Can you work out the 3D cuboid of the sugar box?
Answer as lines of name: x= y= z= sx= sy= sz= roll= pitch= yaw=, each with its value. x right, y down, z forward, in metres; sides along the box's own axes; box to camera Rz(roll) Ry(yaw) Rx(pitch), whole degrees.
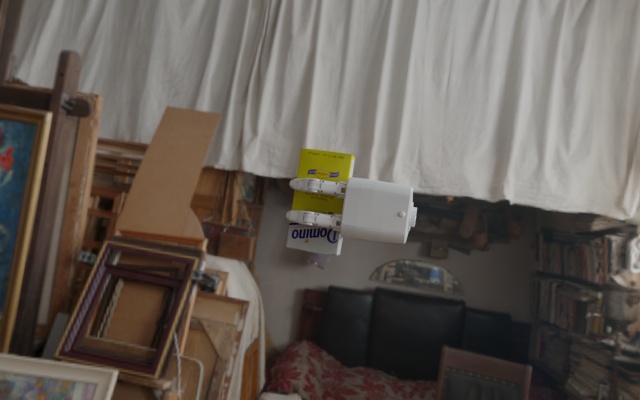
sugar box: x=0.000 y=0.003 z=0.829 sx=0.093 sy=0.176 sz=0.048 roll=8 pitch=-2 yaw=12
